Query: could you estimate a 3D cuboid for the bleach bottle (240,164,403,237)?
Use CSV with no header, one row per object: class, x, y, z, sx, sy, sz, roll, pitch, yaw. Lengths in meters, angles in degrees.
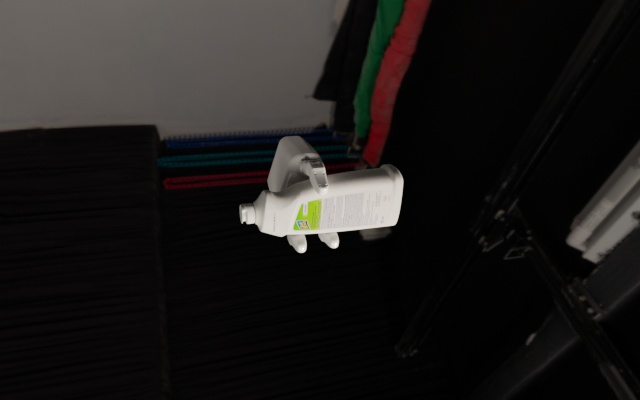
bleach bottle,0.000,0.003,0.752,0.251,0.103,0.068,-5,28,-16
